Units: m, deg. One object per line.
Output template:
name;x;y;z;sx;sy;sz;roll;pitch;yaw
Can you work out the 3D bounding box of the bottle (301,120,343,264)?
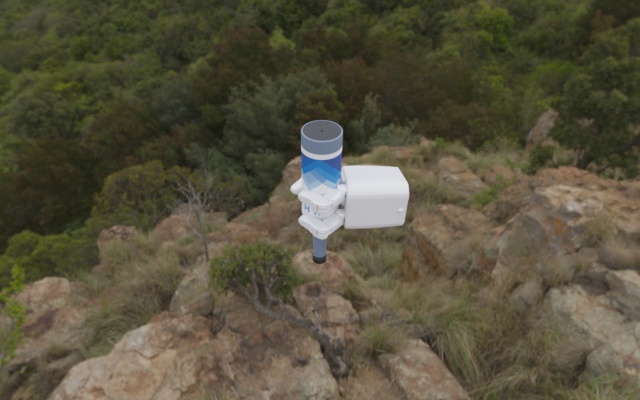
bottle;0.000;0.003;0.849;0.069;0.296;0.069;1;40;-1
